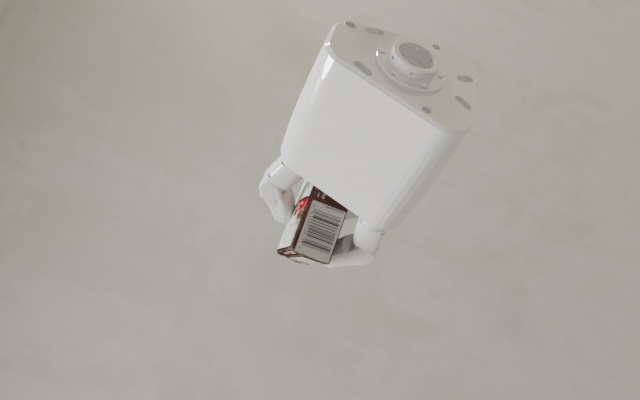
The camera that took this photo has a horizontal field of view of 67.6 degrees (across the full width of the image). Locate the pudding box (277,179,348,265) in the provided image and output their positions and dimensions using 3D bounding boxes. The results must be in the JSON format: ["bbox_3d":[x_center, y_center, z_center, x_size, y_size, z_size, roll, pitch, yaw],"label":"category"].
[{"bbox_3d":[0.000,0.001,0.440,0.039,0.113,0.090,23,-12,-8],"label":"pudding box"}]
